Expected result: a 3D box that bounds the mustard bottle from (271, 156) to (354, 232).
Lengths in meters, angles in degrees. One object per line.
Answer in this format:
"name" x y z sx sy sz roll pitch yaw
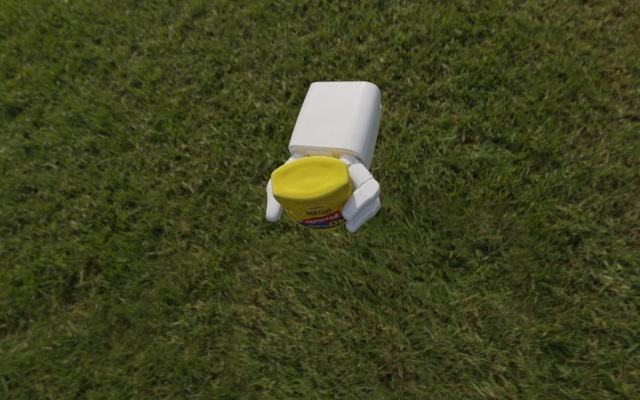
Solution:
"mustard bottle" 0.000 0.002 0.656 0.096 0.058 0.192 -10 -19 6
